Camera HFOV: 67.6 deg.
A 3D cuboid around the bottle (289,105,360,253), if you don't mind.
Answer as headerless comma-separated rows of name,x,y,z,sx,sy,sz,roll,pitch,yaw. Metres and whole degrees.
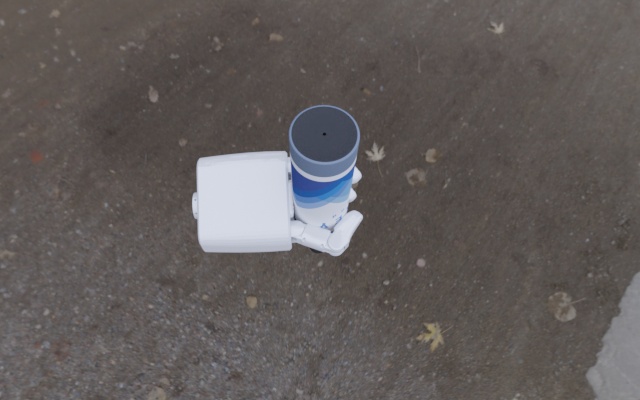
bottle,0.000,0.002,0.576,0.069,0.069,0.296,0,-26,-2
